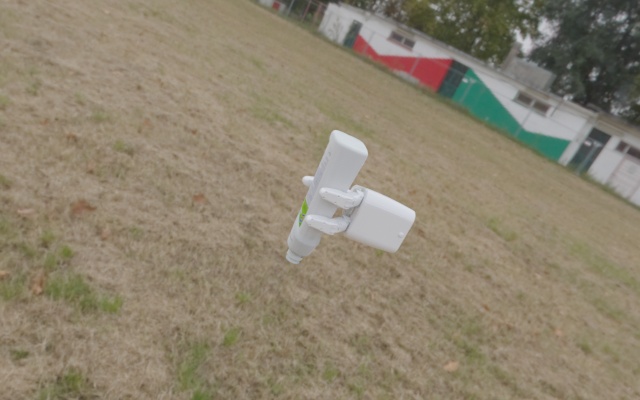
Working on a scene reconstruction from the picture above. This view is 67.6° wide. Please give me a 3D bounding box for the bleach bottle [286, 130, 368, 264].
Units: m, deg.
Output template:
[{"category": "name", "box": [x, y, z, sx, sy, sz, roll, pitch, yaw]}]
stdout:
[{"category": "bleach bottle", "box": [0.000, 0.003, 0.874, 0.068, 0.251, 0.102, 23, 19, -11]}]
